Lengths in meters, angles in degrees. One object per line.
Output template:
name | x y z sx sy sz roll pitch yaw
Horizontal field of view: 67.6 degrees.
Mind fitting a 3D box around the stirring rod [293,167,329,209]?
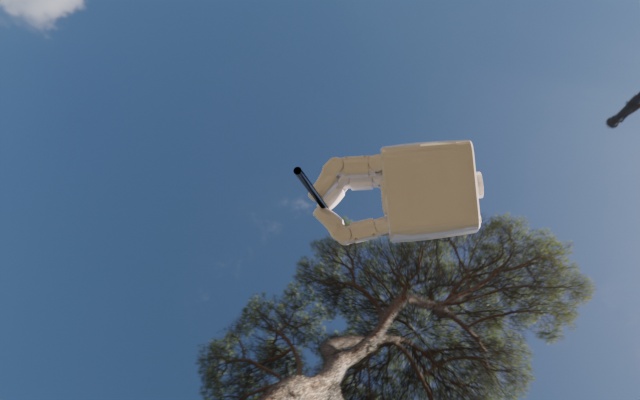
stirring rod | 0.000 0.002 0.577 0.011 0.011 0.239 0 -15 11
